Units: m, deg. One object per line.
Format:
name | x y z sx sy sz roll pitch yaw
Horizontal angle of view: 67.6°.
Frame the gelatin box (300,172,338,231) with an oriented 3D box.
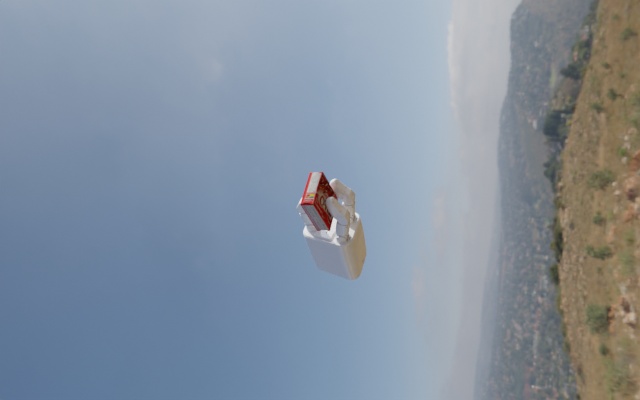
gelatin box | 0.000 0.003 0.874 0.030 0.073 0.089 -1 -36 25
